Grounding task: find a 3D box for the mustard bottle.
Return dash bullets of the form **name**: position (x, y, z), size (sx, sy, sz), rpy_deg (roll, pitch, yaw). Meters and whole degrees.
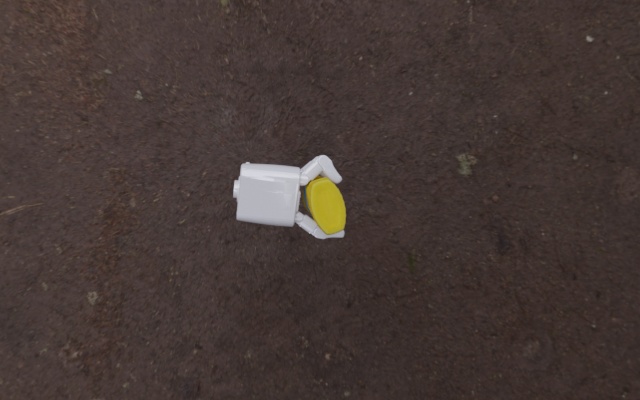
- **mustard bottle**: position (0.001, 0.003, 0.890), size (0.058, 0.096, 0.191), rpy_deg (-19, 8, -6)
